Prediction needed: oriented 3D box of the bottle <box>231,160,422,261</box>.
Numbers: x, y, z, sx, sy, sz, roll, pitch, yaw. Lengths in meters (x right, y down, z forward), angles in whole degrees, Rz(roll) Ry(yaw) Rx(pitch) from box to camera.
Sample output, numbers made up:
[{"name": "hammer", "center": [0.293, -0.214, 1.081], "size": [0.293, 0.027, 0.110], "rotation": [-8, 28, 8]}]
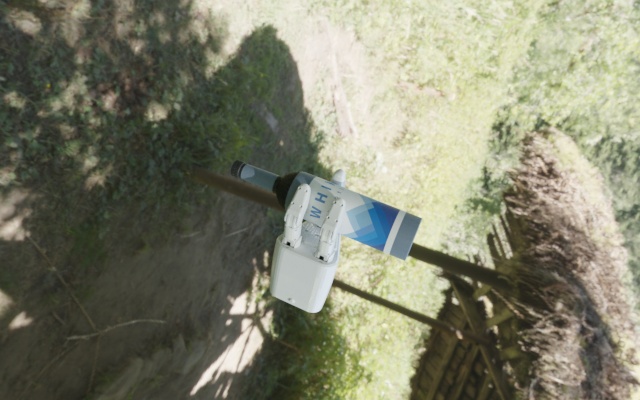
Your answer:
[{"name": "bottle", "center": [0.000, 0.002, 0.713], "size": [0.295, 0.069, 0.069], "rotation": [22, 5, 12]}]
